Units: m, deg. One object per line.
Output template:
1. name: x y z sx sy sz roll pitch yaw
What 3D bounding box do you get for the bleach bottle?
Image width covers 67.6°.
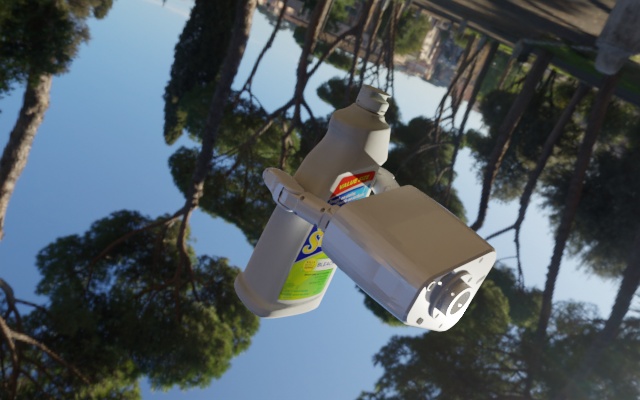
1. bleach bottle: 0.000 0.002 0.492 0.102 0.251 0.068 3 29 -45
